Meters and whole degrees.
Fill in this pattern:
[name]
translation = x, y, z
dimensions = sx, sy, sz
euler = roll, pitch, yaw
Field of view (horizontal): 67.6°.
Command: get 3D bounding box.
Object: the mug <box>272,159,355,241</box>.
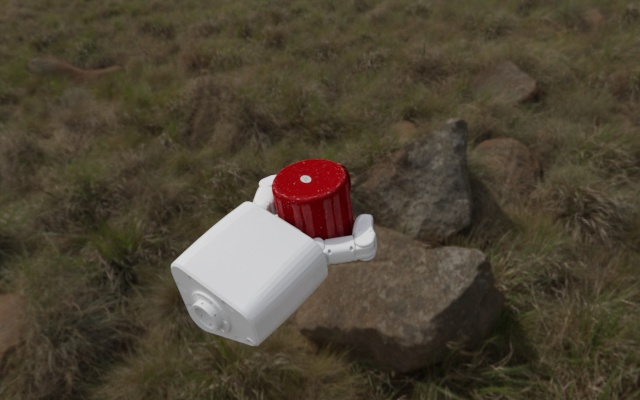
[mug]
translation = 0.001, 0.001, 0.530
dimensions = 0.093, 0.082, 0.117
euler = 17, 43, 33
